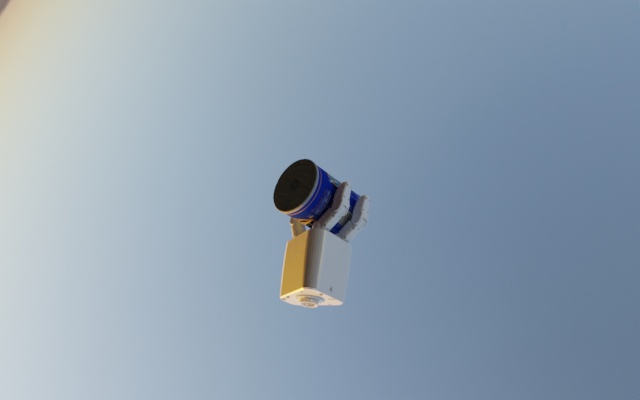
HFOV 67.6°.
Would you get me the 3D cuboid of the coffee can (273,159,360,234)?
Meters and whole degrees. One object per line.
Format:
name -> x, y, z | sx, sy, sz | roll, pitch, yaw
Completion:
coffee can -> 0.000, 0.003, 0.860 | 0.103, 0.102, 0.140 | 0, -25, 46
